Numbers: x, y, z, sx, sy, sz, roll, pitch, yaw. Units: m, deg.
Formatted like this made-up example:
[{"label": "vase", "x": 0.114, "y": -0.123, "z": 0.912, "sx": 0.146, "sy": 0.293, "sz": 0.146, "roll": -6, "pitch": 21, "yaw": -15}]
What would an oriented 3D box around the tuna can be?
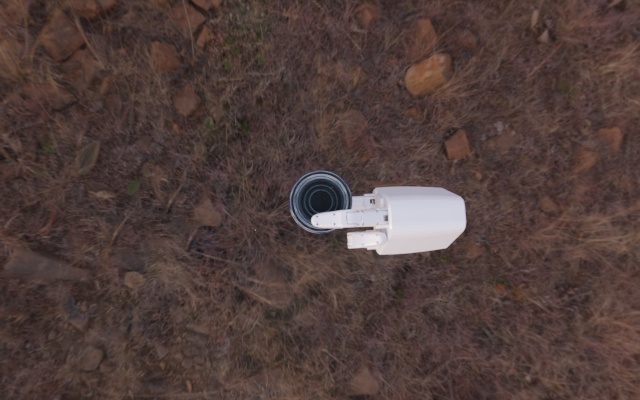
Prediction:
[{"label": "tuna can", "x": 0.000, "y": 0.002, "z": 0.649, "sx": 0.086, "sy": 0.086, "sz": 0.034, "roll": 0, "pitch": -3, "yaw": -2}]
